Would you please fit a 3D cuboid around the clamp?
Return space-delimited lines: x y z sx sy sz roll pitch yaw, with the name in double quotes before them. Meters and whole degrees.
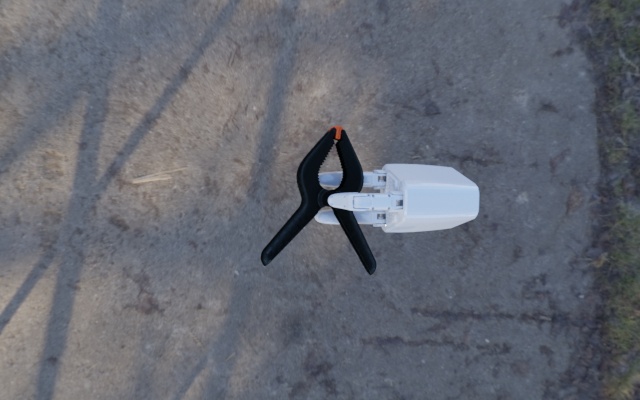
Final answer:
"clamp" 0.001 0.002 0.659 0.164 0.210 0.036 0 5 -13
